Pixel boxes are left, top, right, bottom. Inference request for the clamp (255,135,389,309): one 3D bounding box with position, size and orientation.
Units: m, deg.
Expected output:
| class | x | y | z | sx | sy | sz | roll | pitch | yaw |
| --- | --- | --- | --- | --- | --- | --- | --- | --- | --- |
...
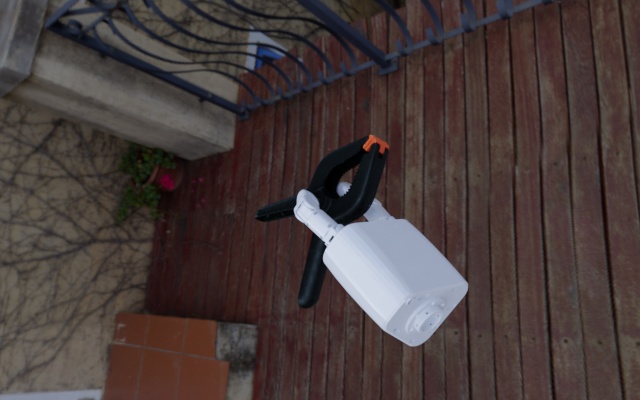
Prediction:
| class | x | y | z | sx | sy | sz | roll | pitch | yaw |
| --- | --- | --- | --- | --- | --- | --- | --- | --- | --- |
| clamp | 0.000 | 0.001 | 0.584 | 0.036 | 0.210 | 0.164 | 18 | 22 | -46 |
